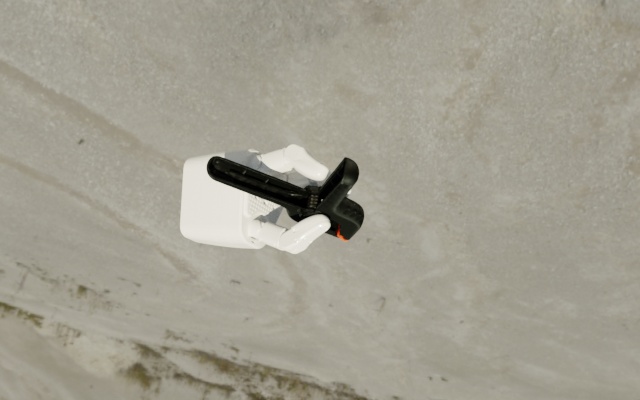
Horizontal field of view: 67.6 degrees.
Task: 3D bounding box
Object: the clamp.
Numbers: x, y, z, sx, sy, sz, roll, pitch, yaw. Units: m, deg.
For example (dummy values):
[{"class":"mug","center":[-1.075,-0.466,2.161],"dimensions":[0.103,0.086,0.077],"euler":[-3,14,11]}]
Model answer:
[{"class":"clamp","center":[0.000,0.003,0.528],"dimensions":[0.164,0.036,0.210],"euler":[1,-21,33]}]
